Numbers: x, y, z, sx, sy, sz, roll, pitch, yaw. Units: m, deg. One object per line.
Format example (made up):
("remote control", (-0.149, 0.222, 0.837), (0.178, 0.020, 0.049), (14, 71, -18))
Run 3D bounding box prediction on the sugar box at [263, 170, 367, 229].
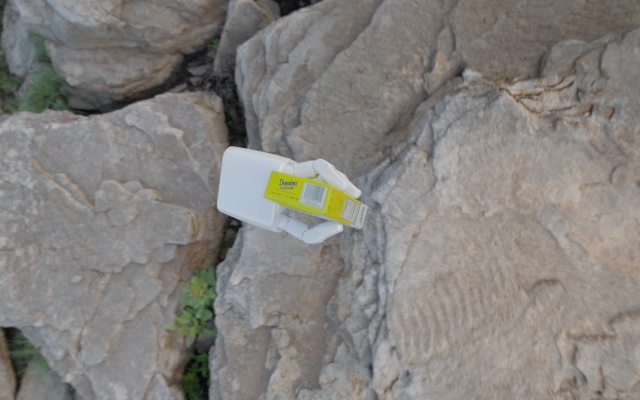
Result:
("sugar box", (0.000, 0.002, 0.697), (0.093, 0.048, 0.176), (16, -1, 22))
